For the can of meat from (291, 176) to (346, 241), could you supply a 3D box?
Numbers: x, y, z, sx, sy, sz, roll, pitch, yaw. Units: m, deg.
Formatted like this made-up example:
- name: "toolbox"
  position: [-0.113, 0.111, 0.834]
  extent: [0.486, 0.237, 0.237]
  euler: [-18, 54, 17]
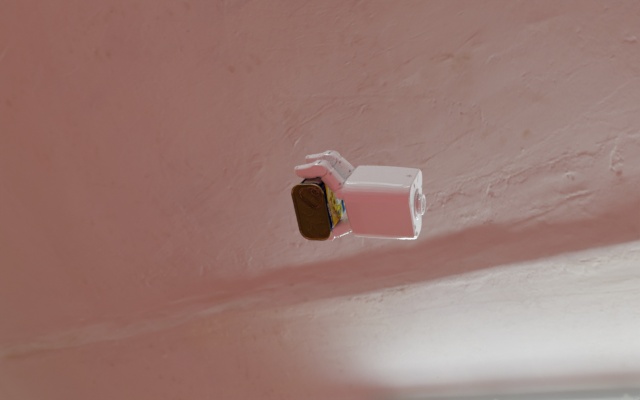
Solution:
- name: "can of meat"
  position: [0.000, 0.003, 0.800]
  extent: [0.057, 0.102, 0.084]
  euler: [0, 26, 25]
